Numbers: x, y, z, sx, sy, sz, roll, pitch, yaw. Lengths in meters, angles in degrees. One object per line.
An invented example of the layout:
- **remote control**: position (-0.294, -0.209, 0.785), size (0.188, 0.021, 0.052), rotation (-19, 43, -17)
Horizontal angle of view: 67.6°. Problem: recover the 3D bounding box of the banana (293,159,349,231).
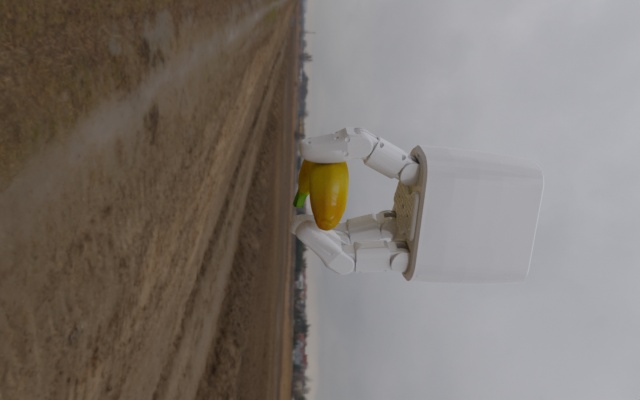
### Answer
- **banana**: position (0.002, -0.017, 0.450), size (0.037, 0.069, 0.198), rotation (8, 3, -8)
